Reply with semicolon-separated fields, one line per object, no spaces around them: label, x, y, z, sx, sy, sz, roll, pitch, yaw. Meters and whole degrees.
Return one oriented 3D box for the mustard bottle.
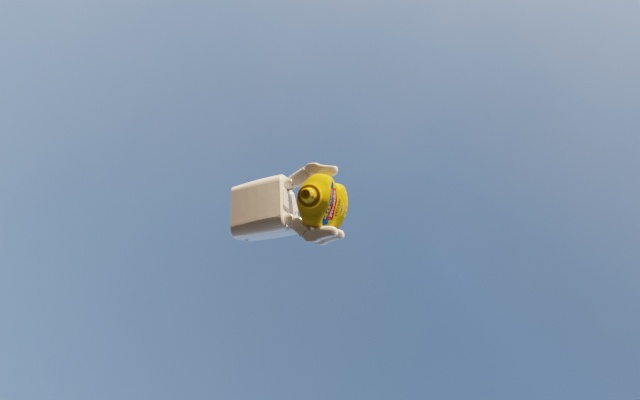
mustard bottle;0.001;0.003;0.860;0.058;0.096;0.192;14;-5;17
